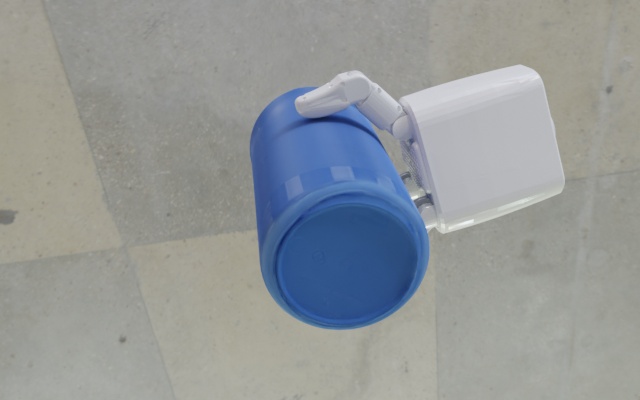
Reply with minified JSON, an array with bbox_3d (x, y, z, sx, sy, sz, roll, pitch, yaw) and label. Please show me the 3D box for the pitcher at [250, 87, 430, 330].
[{"bbox_3d":[0.000,0.001,0.404,0.145,0.149,0.242,-17,25,2],"label":"pitcher"}]
